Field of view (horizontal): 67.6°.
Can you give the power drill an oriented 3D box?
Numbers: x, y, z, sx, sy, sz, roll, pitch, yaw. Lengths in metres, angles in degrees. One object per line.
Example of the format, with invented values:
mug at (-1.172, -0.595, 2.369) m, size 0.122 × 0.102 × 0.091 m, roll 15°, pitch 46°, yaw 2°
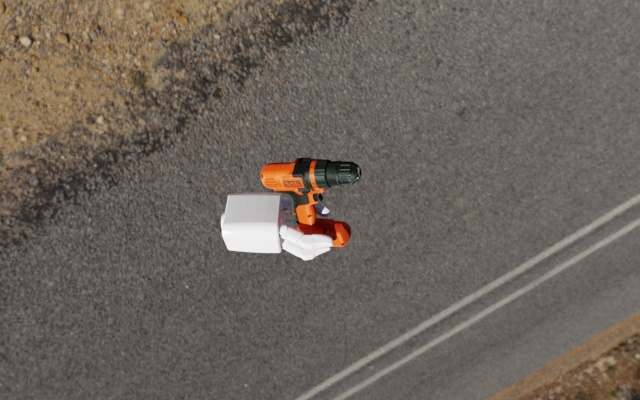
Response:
power drill at (0.000, 0.003, 0.876) m, size 0.184 × 0.188 × 0.057 m, roll 1°, pitch 42°, yaw 23°
